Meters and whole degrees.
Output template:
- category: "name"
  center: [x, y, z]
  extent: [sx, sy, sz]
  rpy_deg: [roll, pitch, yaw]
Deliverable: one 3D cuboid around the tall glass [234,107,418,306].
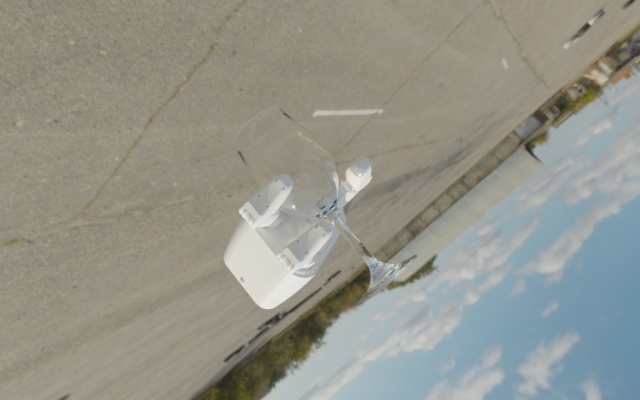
- category: "tall glass"
  center: [0.001, 0.002, 0.469]
  extent: [0.079, 0.201, 0.079]
  rpy_deg: [-39, -9, -7]
